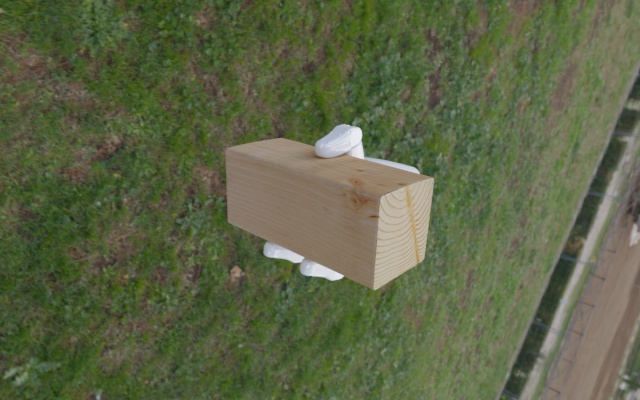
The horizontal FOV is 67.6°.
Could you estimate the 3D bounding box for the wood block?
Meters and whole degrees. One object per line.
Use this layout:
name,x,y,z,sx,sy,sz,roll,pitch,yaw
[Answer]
wood block,0.000,0.001,0.496,0.206,0.091,0.090,19,25,38
